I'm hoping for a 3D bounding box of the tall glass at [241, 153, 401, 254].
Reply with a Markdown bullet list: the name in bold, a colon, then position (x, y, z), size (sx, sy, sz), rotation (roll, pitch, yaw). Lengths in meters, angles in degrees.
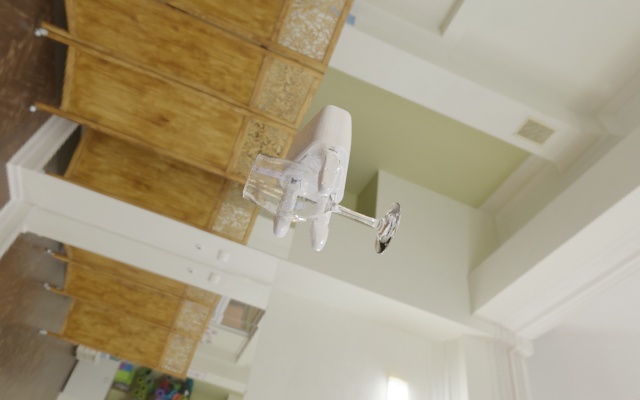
- **tall glass**: position (0.001, 0.002, 0.632), size (0.201, 0.079, 0.079), rotation (21, -4, -9)
